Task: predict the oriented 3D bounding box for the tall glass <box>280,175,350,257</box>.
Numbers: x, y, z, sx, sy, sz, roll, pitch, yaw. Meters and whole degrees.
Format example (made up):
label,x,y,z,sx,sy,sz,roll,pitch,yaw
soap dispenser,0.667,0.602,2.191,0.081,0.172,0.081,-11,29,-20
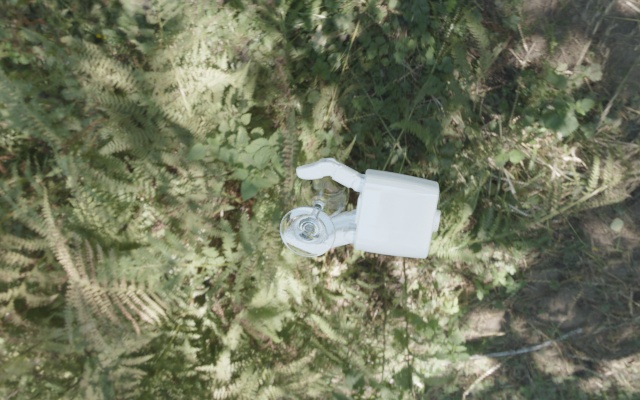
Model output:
label,x,y,z,sx,sy,sz,roll,pitch,yaw
tall glass,0.000,0.003,0.710,0.079,0.079,0.201,0,23,10
